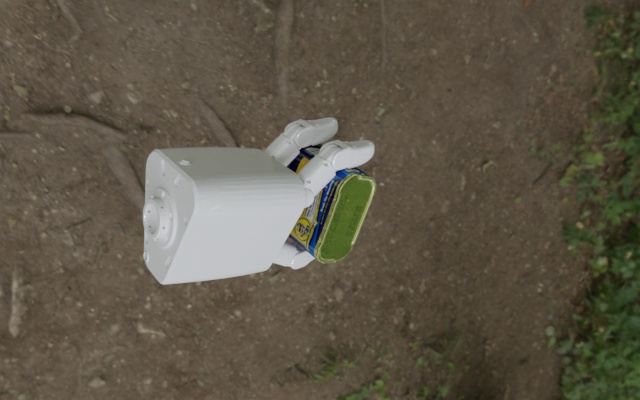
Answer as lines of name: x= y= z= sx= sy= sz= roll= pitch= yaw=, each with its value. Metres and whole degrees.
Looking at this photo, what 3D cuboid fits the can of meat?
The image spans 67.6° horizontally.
can of meat: x=0.000 y=0.002 z=0.488 sx=0.057 sy=0.102 sz=0.084 roll=1 pitch=25 yaw=-44
